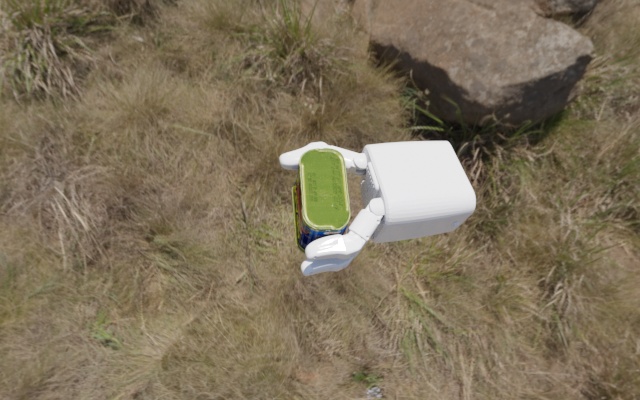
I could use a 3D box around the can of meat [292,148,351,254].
[{"bbox_3d":[0.000,0.002,0.545,0.057,0.102,0.084,-2,-22,-8],"label":"can of meat"}]
